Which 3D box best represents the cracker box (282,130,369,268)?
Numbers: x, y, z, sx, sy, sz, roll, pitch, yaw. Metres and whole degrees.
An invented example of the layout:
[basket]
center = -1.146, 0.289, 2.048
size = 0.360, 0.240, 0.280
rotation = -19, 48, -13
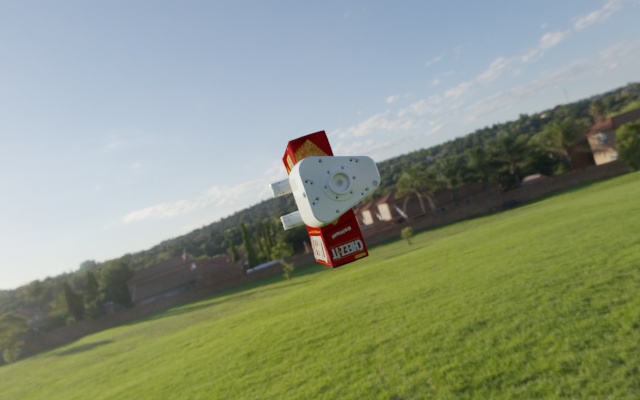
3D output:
[cracker box]
center = 0.000, 0.002, 0.825
size = 0.072, 0.213, 0.164
rotation = -18, -1, -9
